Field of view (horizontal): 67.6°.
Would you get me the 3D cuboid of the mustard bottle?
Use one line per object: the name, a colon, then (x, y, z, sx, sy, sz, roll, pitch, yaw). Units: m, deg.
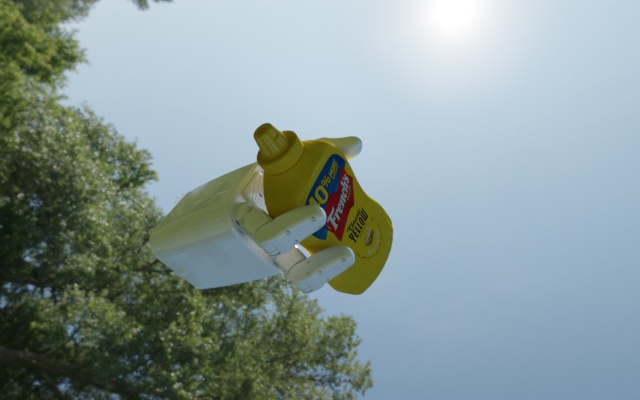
mustard bottle: (0.000, 0.002, 0.443, 0.058, 0.096, 0.192, 4, -35, 42)
